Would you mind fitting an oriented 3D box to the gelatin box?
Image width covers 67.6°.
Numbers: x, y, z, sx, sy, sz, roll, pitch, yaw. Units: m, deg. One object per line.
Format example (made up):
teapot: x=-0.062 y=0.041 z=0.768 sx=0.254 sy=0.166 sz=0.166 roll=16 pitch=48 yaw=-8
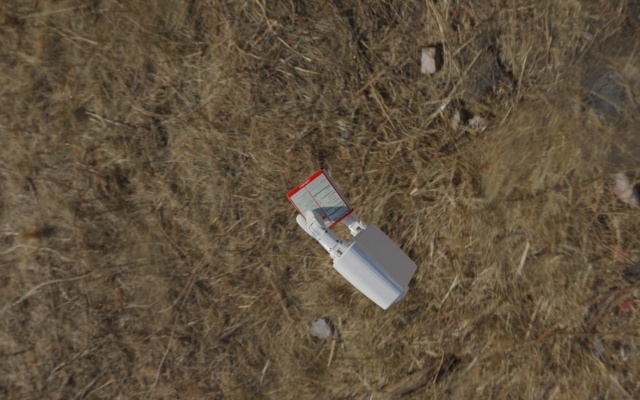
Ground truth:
gelatin box: x=0.000 y=0.002 z=0.788 sx=0.073 sy=0.089 sz=0.030 roll=-36 pitch=2 yaw=14
